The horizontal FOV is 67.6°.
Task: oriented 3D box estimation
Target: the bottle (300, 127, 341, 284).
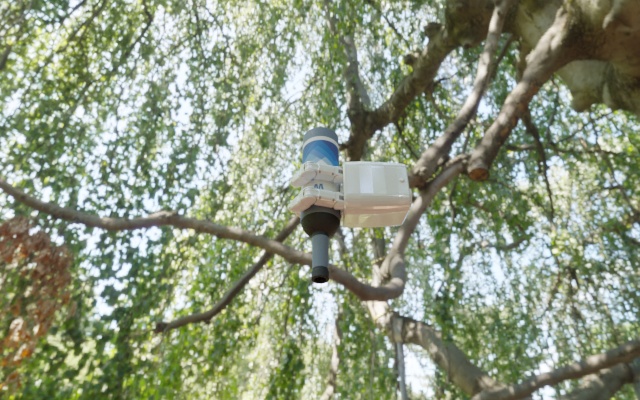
[{"bbox_3d":[0.000,0.002,0.809,0.069,0.295,0.069,0,-37,0],"label":"bottle"}]
